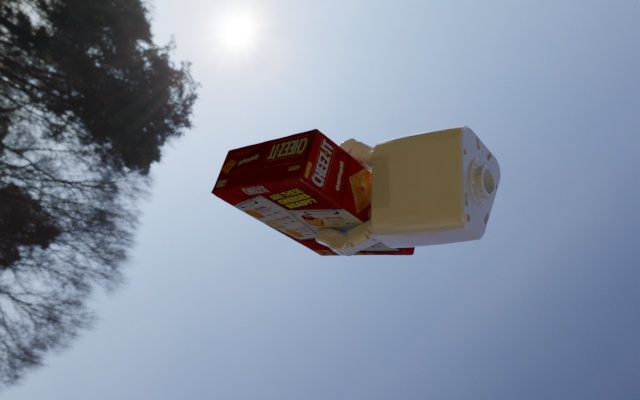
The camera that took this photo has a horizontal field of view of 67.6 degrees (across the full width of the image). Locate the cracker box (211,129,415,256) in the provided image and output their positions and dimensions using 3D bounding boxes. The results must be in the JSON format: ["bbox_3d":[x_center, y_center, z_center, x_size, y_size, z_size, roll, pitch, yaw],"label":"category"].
[{"bbox_3d":[0.000,0.002,0.604,0.164,0.072,0.214,-6,-31,44],"label":"cracker box"}]
